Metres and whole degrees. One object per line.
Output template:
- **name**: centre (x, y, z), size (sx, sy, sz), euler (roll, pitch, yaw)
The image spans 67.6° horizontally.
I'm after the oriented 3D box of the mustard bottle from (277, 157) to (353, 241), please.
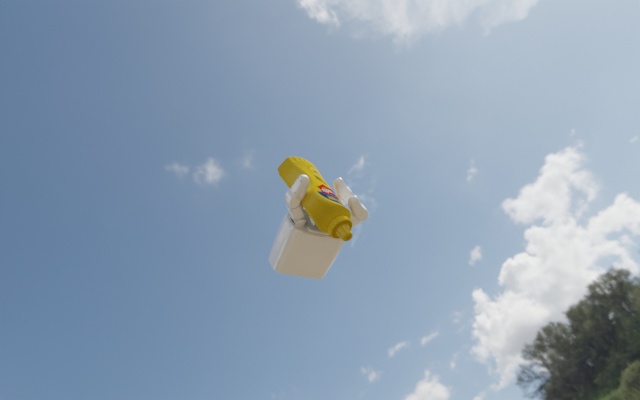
- **mustard bottle**: centre (0.000, 0.002, 0.828), size (0.096, 0.058, 0.191), euler (31, 16, -47)
